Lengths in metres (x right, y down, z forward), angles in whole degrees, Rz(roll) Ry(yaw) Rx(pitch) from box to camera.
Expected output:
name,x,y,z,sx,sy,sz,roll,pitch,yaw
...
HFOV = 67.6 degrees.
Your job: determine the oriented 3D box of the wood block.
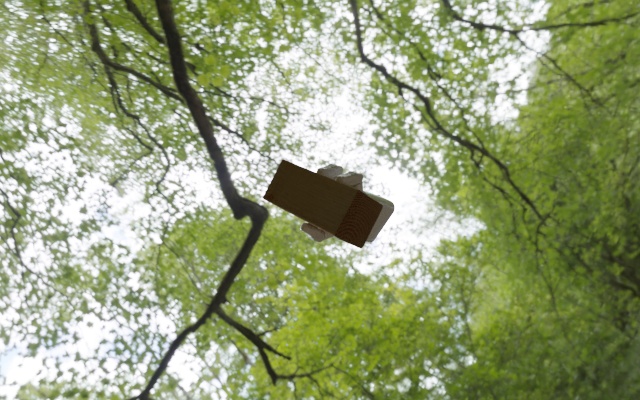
name,x,y,z,sx,sy,sz,roll,pitch,yaw
wood block,0.000,0.003,0.899,0.206,0.091,0.090,24,-3,42
